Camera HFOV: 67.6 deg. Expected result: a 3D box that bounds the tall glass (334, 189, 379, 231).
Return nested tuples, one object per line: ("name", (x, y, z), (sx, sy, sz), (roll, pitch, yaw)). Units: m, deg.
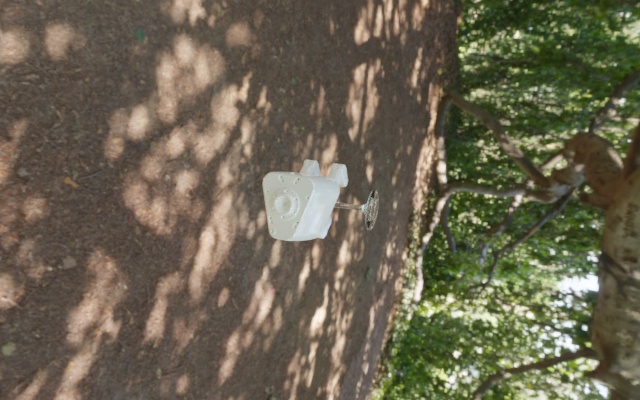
("tall glass", (0.001, 0.003, 0.877), (0.201, 0.079, 0.079), (9, 3, 21))
